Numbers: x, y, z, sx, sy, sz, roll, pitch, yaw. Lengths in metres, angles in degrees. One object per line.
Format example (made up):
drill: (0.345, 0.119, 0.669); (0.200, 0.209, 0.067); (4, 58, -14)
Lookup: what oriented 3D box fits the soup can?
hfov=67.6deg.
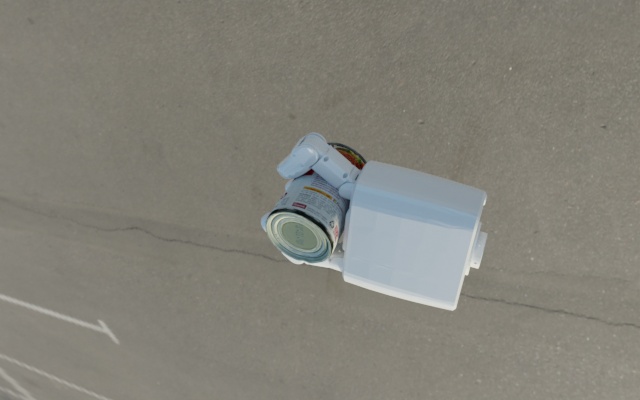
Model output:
soup can: (-0.001, 0.001, 0.454); (0.068, 0.068, 0.102); (0, 40, 31)
